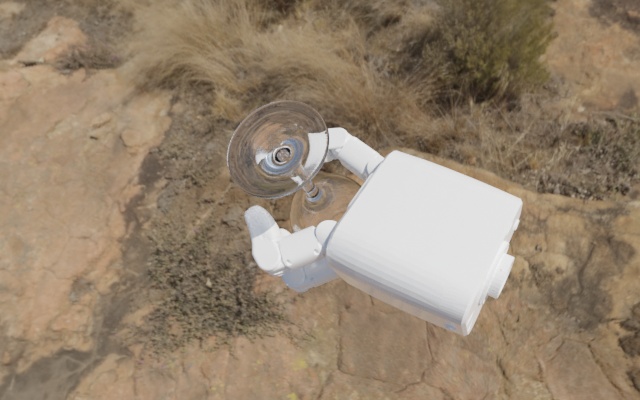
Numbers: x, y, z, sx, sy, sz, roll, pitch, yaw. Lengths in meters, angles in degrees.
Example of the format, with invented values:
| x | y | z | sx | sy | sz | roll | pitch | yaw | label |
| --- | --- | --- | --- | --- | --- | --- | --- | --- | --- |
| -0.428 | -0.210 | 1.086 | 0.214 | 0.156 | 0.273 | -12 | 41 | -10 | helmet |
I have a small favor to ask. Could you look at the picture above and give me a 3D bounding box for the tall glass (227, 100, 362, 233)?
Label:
| x | y | z | sx | sy | sz | roll | pitch | yaw | label |
| --- | --- | --- | --- | --- | --- | --- | --- | --- | --- |
| 0.000 | 0.001 | 0.409 | 0.079 | 0.079 | 0.201 | 0 | -22 | 19 | tall glass |
